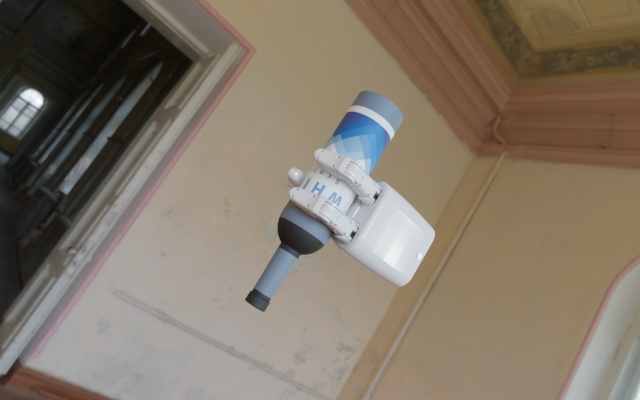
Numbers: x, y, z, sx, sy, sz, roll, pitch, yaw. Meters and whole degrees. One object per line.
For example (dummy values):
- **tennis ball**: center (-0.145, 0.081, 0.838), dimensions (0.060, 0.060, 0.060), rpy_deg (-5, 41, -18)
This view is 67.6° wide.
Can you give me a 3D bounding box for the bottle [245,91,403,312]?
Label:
- **bottle**: center (0.000, 0.002, 0.587), dimensions (0.069, 0.295, 0.069), rpy_deg (31, -11, 7)
